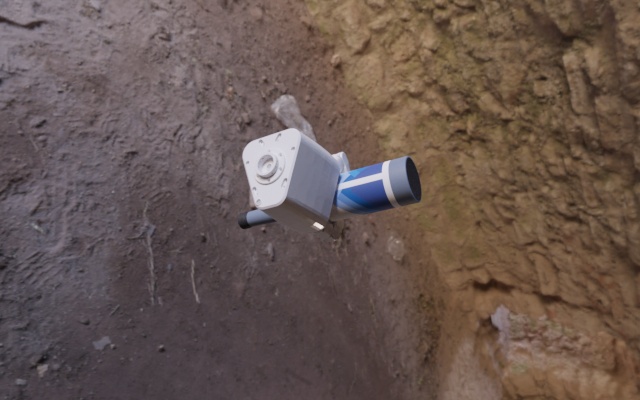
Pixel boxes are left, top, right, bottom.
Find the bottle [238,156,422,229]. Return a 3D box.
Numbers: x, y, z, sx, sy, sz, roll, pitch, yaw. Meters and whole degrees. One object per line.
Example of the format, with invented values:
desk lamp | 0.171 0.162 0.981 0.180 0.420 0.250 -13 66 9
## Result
bottle | 0.000 0.002 0.722 0.296 0.069 0.069 -14 -6 26
